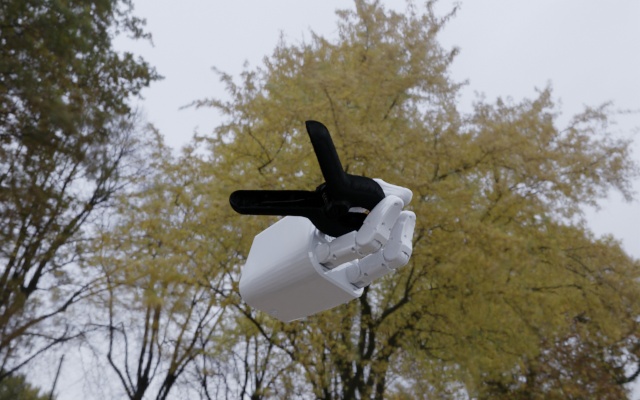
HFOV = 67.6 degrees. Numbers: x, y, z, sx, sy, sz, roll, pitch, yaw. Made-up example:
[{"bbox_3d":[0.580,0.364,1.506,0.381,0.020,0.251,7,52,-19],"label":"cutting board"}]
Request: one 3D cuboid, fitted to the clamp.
[{"bbox_3d":[0.000,0.001,0.469,0.120,0.039,0.171,-29,-45,25],"label":"clamp"}]
